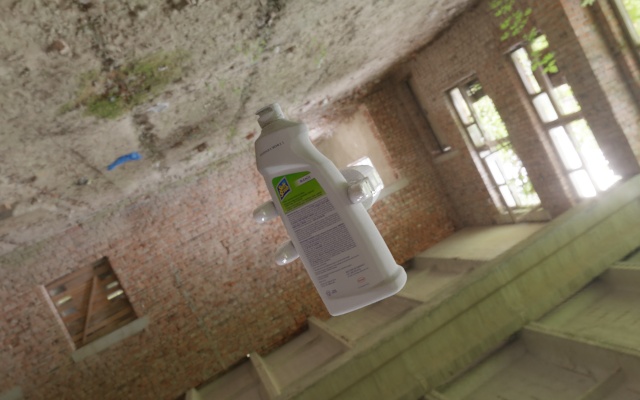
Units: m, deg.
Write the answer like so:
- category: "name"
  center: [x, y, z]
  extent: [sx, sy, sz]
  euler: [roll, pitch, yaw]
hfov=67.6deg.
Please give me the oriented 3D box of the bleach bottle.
- category: "bleach bottle"
  center: [0.000, 0.002, 0.555]
  extent: [0.102, 0.251, 0.068]
  euler: [-26, 2, 19]
